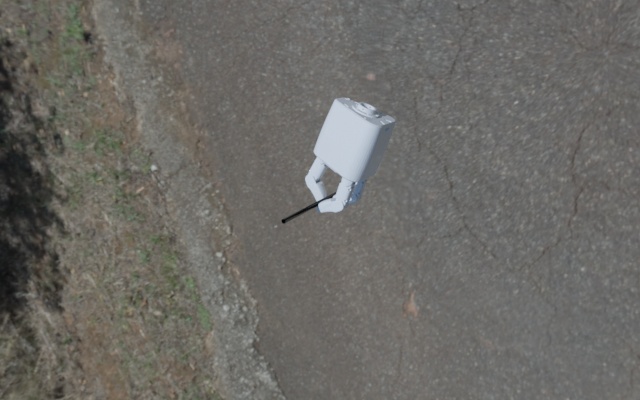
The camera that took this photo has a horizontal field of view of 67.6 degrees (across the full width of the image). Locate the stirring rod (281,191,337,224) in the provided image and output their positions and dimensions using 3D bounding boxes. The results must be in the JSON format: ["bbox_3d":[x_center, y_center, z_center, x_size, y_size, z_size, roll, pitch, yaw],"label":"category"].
[{"bbox_3d":[0.000,0.003,0.869,0.011,0.011,0.239,0,15,31],"label":"stirring rod"}]
